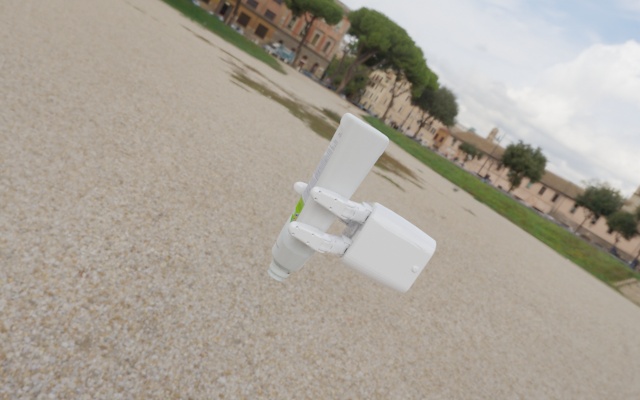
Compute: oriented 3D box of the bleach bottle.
[{"bbox_3d":[0.000,0.002,0.673,0.068,0.251,0.102,30,12,-9],"label":"bleach bottle"}]
